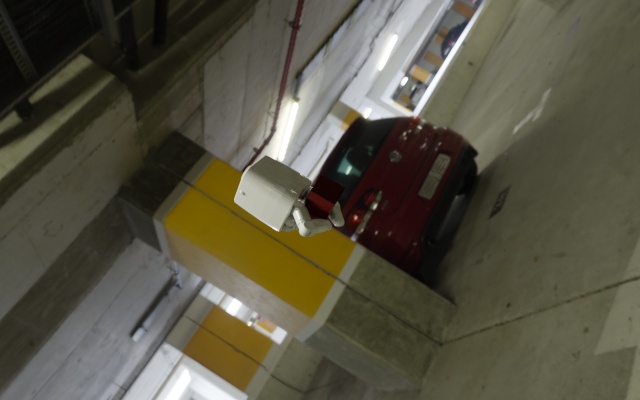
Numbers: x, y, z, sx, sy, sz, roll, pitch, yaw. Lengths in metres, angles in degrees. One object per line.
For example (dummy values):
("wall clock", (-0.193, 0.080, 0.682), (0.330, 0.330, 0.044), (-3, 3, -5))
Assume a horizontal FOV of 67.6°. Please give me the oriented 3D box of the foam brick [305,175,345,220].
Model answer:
("foam brick", (0.000, 0.003, 0.872), (0.051, 0.078, 0.053), (31, 44, 1))
